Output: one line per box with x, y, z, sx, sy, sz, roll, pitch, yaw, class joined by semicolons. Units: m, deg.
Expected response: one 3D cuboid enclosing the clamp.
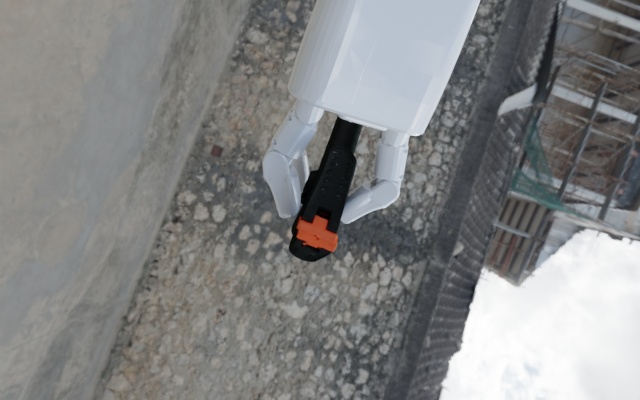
0.001;0.002;0.410;0.036;0.165;0.210;21;24;-3;clamp
